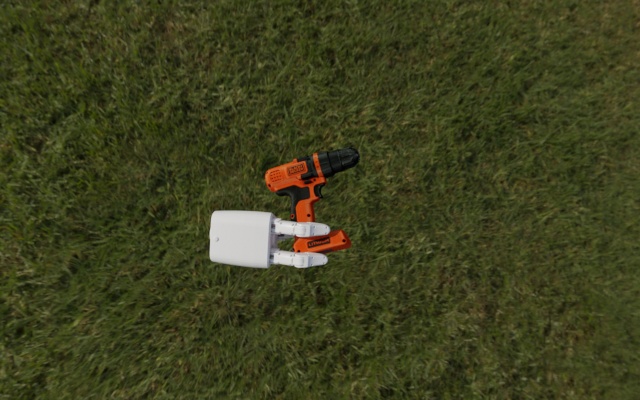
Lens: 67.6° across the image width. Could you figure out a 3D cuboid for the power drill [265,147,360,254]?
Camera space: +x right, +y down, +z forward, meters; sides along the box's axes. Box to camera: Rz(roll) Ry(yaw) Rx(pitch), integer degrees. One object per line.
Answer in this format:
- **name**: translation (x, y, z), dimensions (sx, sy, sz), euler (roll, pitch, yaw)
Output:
- **power drill**: translation (0.000, 0.003, 0.886), dimensions (0.184, 0.187, 0.057), euler (-16, -17, 10)
